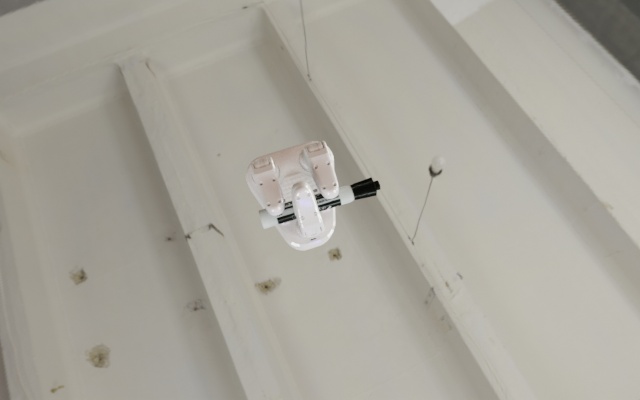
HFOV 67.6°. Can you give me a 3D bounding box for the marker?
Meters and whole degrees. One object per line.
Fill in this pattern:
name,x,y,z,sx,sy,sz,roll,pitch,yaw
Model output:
marker,0.000,0.002,0.466,0.121,0.020,0.020,-17,1,-4
